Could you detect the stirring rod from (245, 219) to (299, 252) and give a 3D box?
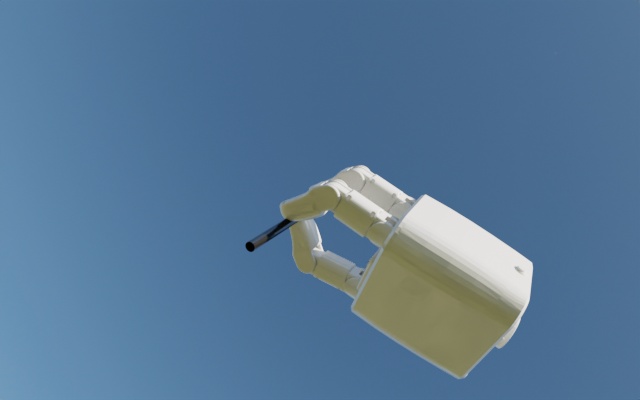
[{"bbox_3d":[0.000,0.002,0.449,0.011,0.011,0.239,0,15,26],"label":"stirring rod"}]
